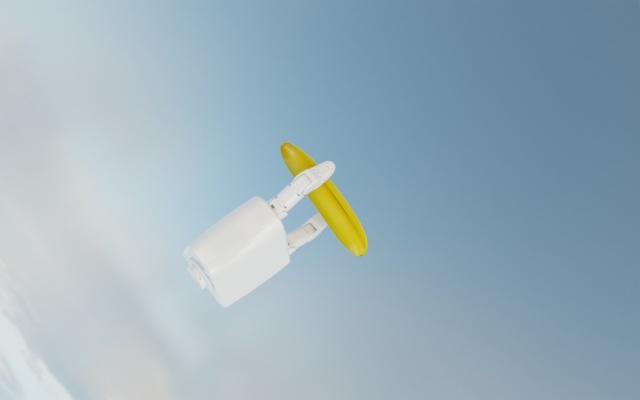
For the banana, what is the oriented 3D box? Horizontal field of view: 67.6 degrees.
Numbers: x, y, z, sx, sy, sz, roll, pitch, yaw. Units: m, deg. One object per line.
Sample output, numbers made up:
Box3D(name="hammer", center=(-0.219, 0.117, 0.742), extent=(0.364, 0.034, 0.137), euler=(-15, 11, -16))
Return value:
Box3D(name="banana", center=(0.008, 0.004, 0.639), extent=(0.037, 0.198, 0.069), euler=(-37, 10, -17))
